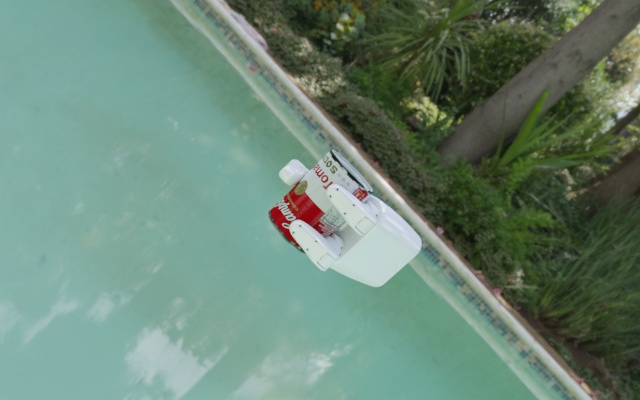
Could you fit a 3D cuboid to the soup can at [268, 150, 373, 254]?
[{"bbox_3d":[0.000,0.001,0.535,0.102,0.068,0.068,-44,-11,11],"label":"soup can"}]
